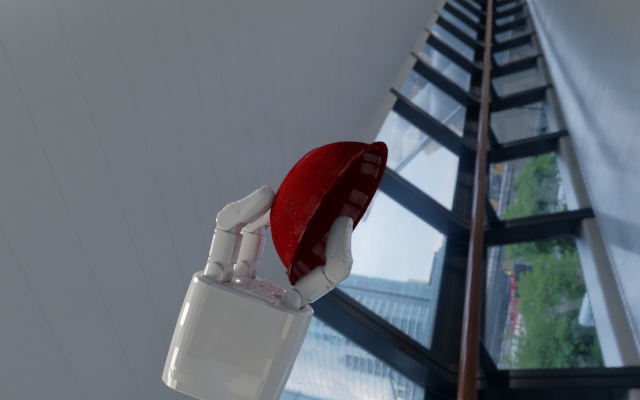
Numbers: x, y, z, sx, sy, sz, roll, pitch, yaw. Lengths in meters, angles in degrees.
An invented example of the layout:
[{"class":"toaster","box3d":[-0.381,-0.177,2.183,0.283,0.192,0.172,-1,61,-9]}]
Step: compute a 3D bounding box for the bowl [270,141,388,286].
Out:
[{"class":"bowl","box3d":[0.000,0.000,0.465,0.055,0.162,0.162,33,11,17]}]
